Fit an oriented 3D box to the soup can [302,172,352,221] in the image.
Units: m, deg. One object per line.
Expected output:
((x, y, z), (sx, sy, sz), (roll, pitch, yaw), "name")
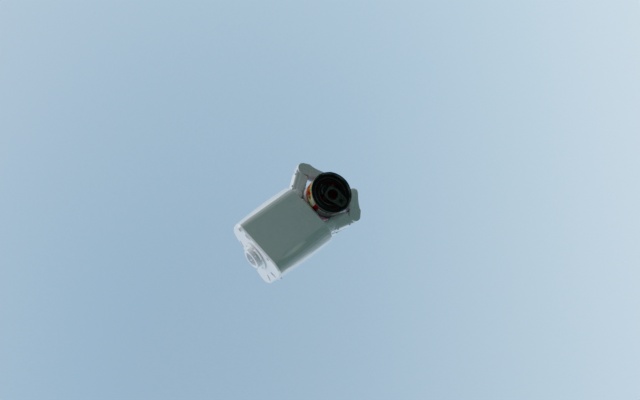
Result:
((0.000, 0.002, 0.784), (0.068, 0.068, 0.102), (0, -18, -21), "soup can")
